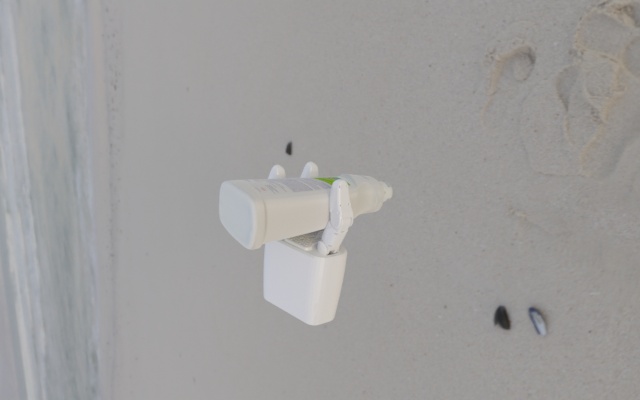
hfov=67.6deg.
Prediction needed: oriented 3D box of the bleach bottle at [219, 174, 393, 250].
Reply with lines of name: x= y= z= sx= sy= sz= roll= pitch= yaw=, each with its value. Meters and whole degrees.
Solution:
bleach bottle: x=0.000 y=0.002 z=0.634 sx=0.251 sy=0.068 sz=0.102 roll=-7 pitch=24 yaw=-34
